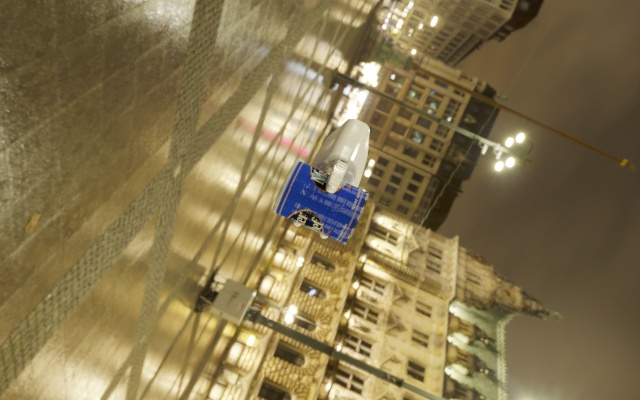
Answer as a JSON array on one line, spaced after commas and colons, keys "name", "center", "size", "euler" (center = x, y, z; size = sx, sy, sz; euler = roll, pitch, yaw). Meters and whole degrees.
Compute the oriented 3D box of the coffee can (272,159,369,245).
[{"name": "coffee can", "center": [0.000, 0.003, 0.839], "size": [0.140, 0.103, 0.103], "euler": [25, -1, -1]}]
